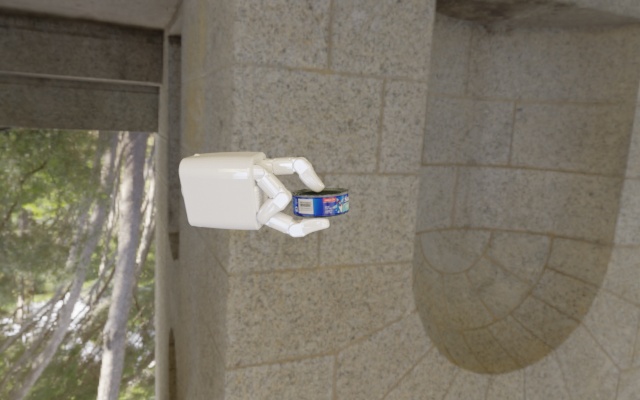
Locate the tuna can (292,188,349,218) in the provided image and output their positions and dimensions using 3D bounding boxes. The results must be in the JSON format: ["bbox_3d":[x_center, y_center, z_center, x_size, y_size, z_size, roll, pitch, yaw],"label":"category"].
[{"bbox_3d":[0.000,0.003,0.720,0.086,0.034,0.086,-3,9,0],"label":"tuna can"}]
